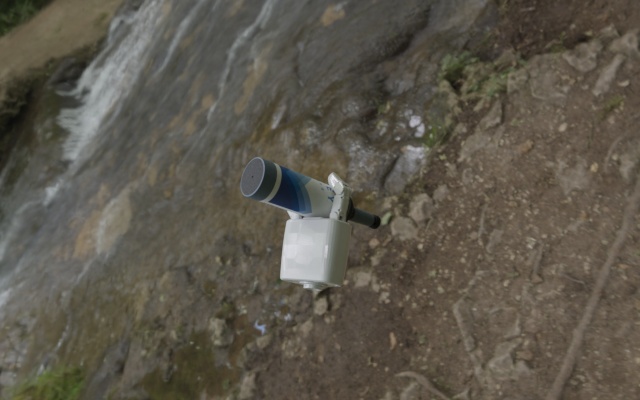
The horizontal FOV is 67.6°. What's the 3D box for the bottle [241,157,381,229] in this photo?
[{"bbox_3d":[0.000,0.003,0.848,0.296,0.069,0.069,20,-13,-38],"label":"bottle"}]
